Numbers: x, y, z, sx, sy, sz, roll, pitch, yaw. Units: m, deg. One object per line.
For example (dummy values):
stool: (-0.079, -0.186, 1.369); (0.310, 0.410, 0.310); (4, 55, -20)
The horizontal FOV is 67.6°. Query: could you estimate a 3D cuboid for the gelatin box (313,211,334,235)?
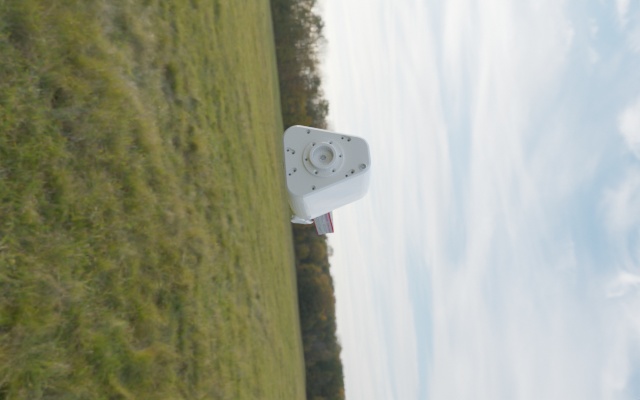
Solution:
gelatin box: (0.001, 0.003, 0.739); (0.030, 0.073, 0.089); (-8, -28, 5)
